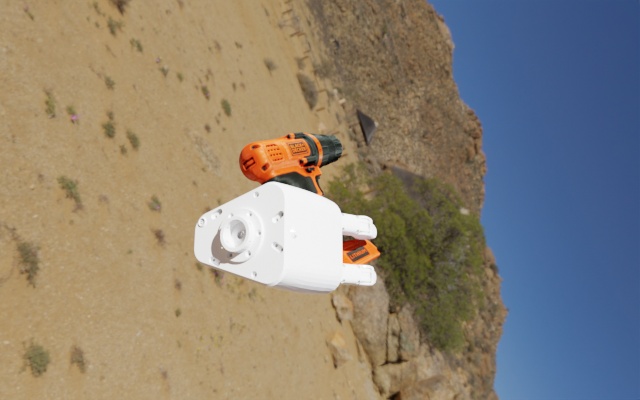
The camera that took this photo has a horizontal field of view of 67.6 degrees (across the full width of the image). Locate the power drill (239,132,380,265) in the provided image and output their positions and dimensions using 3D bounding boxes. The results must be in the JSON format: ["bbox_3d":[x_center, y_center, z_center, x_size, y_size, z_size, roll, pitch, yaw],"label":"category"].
[{"bbox_3d":[0.000,0.002,0.599,0.057,0.187,0.184,-33,-9,37],"label":"power drill"}]
